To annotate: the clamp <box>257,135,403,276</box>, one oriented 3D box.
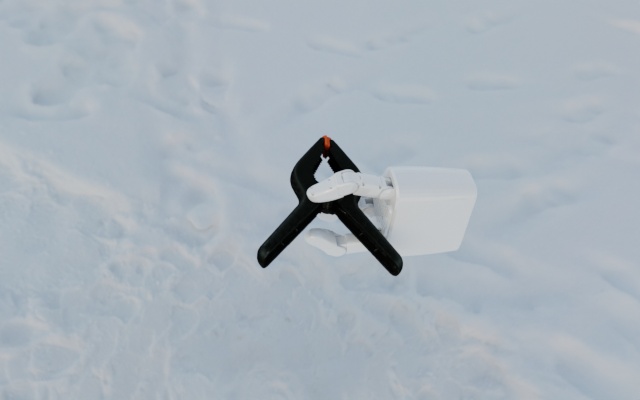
[{"bbox_3d":[0.000,0.001,0.584,0.164,0.209,0.036,0,-39,-13],"label":"clamp"}]
